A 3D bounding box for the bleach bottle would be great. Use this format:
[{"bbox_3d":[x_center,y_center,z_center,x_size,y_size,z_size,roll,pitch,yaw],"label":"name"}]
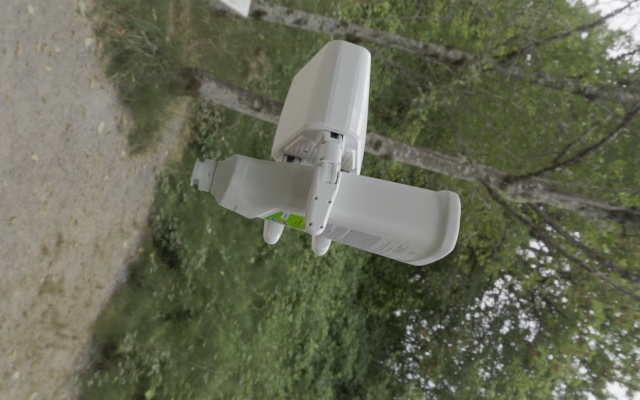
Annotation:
[{"bbox_3d":[0.000,0.002,0.471,0.251,0.068,0.102,15,-21,-9],"label":"bleach bottle"}]
